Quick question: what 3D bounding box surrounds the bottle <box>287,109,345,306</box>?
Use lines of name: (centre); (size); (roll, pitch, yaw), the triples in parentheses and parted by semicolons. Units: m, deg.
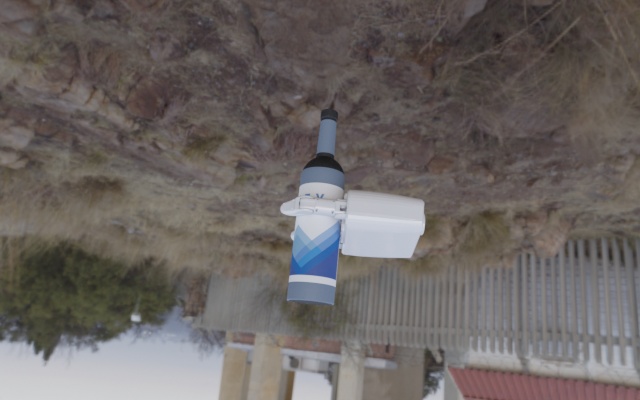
bottle: (0.000, 0.003, 0.708); (0.069, 0.295, 0.069); (5, -17, 2)
